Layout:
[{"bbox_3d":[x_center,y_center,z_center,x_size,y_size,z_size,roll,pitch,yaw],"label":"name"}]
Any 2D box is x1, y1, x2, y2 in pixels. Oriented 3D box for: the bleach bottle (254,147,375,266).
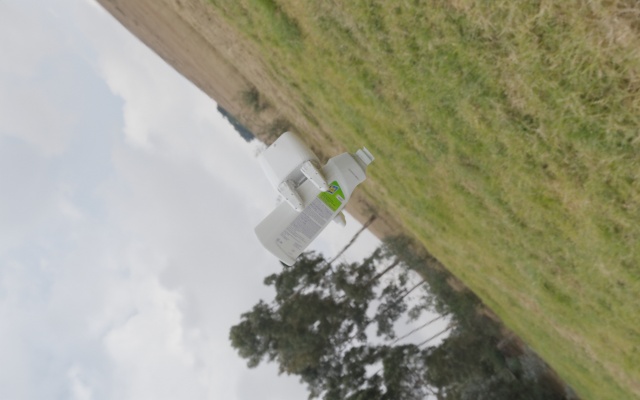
[{"bbox_3d":[0.000,0.003,0.870,0.103,0.251,0.068,42,8,-44],"label":"bleach bottle"}]
